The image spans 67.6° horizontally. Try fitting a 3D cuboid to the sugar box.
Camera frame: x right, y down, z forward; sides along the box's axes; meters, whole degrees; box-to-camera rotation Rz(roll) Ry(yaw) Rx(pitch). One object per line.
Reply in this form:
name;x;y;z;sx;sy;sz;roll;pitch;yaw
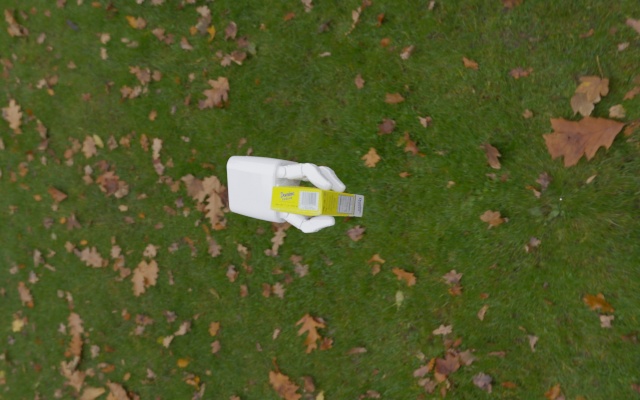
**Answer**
sugar box;0.000;0.002;0.824;0.093;0.048;0.176;6;3;26
